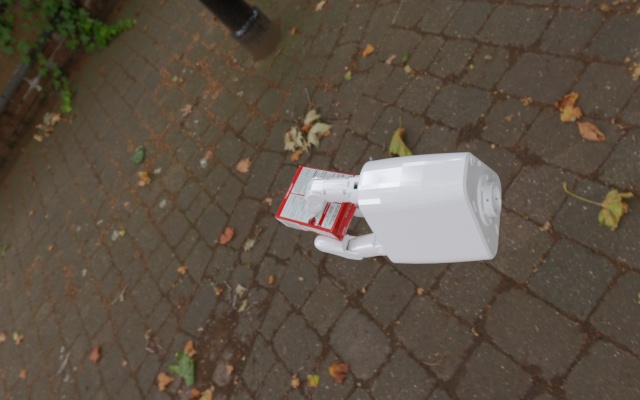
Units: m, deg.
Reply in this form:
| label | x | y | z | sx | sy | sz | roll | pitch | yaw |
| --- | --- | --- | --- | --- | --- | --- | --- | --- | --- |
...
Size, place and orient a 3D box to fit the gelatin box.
| label | x | y | z | sx | sy | sz | roll | pitch | yaw |
| --- | --- | --- | --- | --- | --- | --- | --- | --- | --- |
| gelatin box | 0.000 | 0.002 | 0.562 | 0.089 | 0.073 | 0.030 | 12 | -19 | 36 |
